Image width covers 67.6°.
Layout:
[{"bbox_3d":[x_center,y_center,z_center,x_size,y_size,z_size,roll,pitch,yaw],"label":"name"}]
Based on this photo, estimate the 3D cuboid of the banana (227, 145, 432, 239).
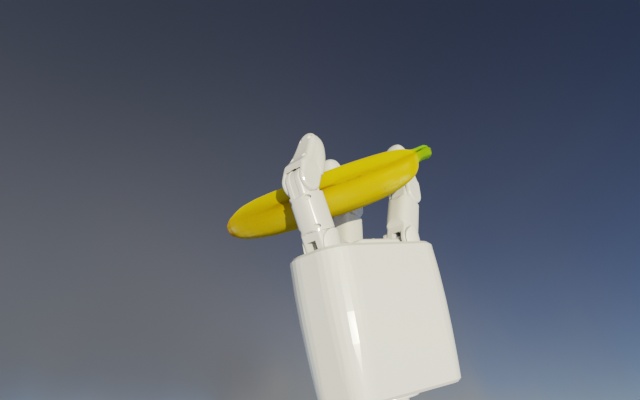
[{"bbox_3d":[-0.002,0.000,0.398,0.198,0.037,0.069,-19,-6,15],"label":"banana"}]
